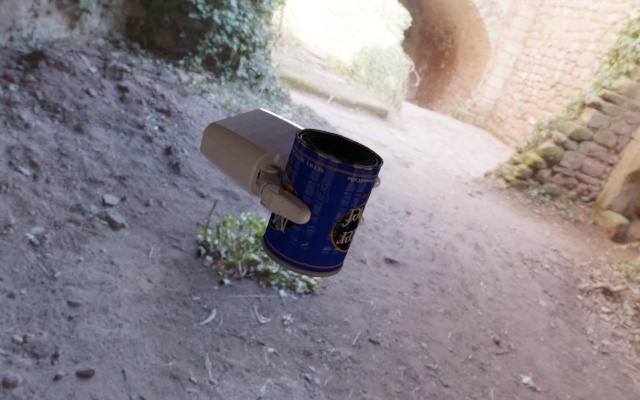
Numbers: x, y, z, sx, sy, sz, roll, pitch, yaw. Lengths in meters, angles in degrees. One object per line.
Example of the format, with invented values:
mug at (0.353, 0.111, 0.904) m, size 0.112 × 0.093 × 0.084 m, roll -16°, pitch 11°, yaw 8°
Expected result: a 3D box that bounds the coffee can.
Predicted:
coffee can at (0.000, 0.002, 0.549) m, size 0.103 × 0.140 × 0.102 m, roll 17°, pitch 22°, yaw -7°
